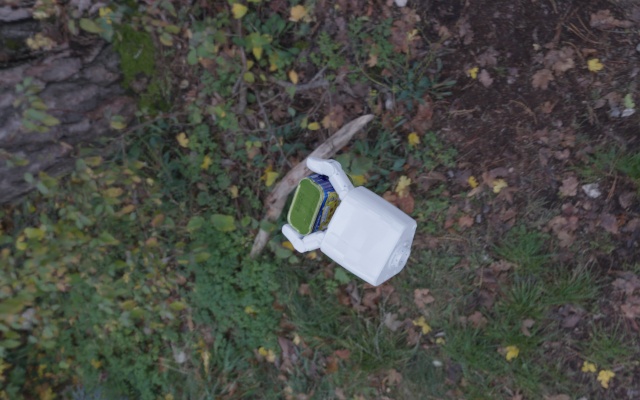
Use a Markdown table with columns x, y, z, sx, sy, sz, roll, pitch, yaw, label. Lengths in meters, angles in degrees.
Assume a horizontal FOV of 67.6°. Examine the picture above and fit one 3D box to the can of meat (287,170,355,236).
| x | y | z | sx | sy | sz | roll | pitch | yaw | label |
| --- | --- | --- | --- | --- | --- | --- | --- | --- | --- |
| 0.000 | 0.003 | 0.780 | 0.057 | 0.102 | 0.084 | 36 | 32 | 27 | can of meat |
